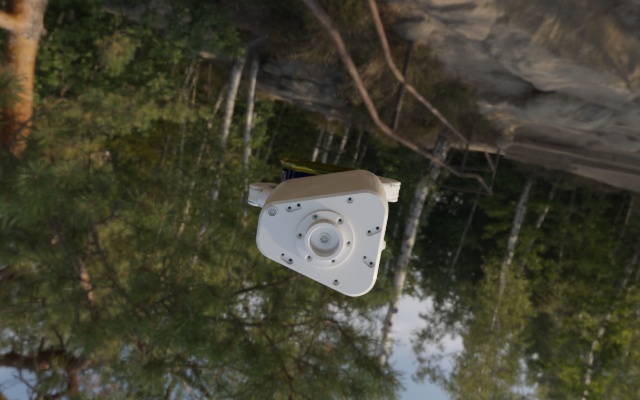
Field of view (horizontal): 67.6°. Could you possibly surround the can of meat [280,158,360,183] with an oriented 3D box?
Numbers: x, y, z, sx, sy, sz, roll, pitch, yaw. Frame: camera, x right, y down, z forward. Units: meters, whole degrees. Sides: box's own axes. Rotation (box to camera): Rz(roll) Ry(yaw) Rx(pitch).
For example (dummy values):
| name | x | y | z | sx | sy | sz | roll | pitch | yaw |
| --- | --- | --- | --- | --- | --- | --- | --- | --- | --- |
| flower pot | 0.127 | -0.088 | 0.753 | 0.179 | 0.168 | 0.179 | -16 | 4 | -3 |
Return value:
| name | x | y | z | sx | sy | sz | roll | pitch | yaw |
| --- | --- | --- | --- | --- | --- | --- | --- | --- | --- |
| can of meat | 0.000 | 0.002 | 0.542 | 0.102 | 0.084 | 0.057 | 9 | 11 | -2 |
